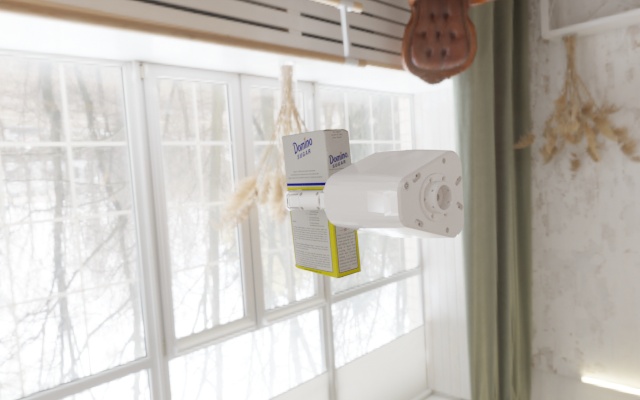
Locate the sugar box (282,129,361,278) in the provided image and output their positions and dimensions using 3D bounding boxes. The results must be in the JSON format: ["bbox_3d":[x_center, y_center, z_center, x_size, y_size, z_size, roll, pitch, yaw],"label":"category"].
[{"bbox_3d":[0.001,0.002,0.600,0.048,0.176,0.093,-7,6,-38],"label":"sugar box"}]
